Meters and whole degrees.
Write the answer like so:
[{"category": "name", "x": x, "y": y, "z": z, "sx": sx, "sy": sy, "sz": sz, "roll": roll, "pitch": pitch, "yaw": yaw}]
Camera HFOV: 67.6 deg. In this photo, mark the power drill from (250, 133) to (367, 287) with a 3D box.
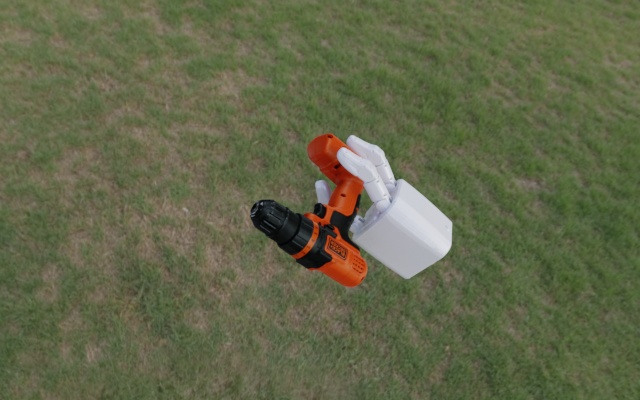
[{"category": "power drill", "x": 0.000, "y": 0.002, "z": 0.647, "sx": 0.184, "sy": 0.187, "sz": 0.057, "roll": 37, "pitch": -39, "yaw": -29}]
